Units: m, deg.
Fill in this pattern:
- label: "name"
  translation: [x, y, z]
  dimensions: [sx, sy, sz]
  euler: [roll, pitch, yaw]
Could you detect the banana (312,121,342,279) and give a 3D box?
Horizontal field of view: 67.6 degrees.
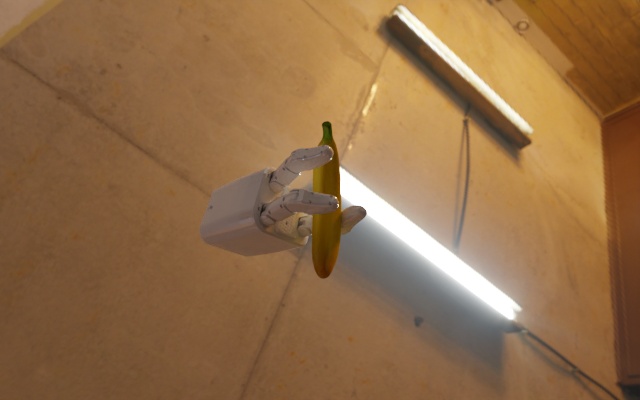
- label: "banana"
  translation: [0.005, 0.004, 0.608]
  dimensions: [0.037, 0.197, 0.070]
  euler: [-5, -17, 15]
